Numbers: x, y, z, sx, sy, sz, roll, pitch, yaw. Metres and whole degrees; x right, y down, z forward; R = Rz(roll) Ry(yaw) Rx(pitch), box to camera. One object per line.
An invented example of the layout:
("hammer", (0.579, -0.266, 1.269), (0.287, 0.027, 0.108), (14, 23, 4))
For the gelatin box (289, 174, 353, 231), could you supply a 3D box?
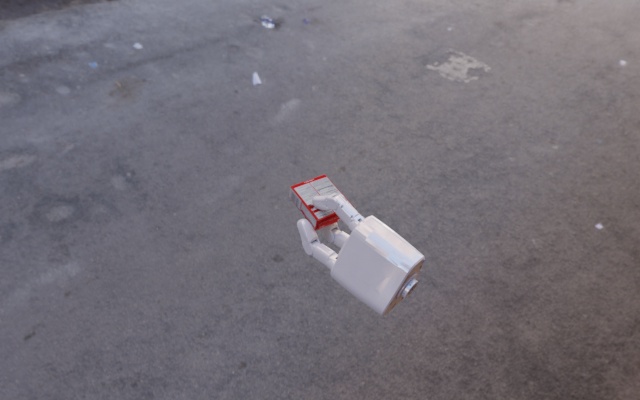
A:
("gelatin box", (0.000, 0.002, 0.808), (0.073, 0.030, 0.089), (-21, 55, -28))
